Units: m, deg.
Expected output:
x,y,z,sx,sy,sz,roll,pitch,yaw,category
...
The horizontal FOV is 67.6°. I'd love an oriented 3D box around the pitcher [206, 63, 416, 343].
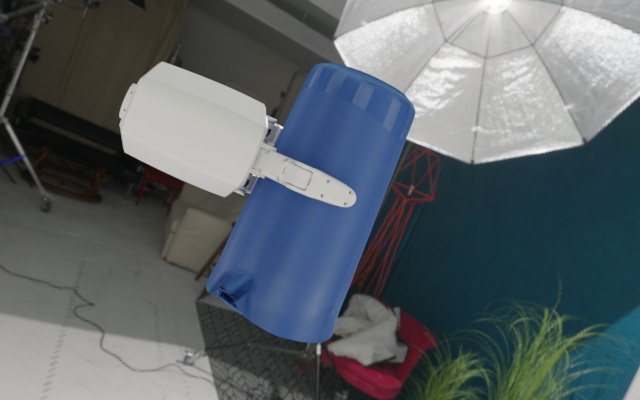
x,y,z,sx,sy,sz,roll,pitch,yaw,category
0.000,0.001,0.471,0.145,0.243,0.149,23,4,-16,pitcher
